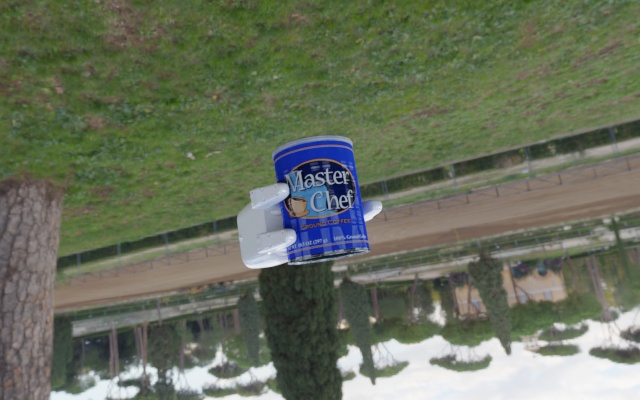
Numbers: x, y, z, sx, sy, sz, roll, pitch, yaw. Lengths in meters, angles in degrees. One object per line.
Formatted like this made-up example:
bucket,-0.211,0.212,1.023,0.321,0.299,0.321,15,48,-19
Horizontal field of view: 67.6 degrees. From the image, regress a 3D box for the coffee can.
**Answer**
coffee can,0.000,0.002,0.592,0.103,0.140,0.103,-9,-11,-2
